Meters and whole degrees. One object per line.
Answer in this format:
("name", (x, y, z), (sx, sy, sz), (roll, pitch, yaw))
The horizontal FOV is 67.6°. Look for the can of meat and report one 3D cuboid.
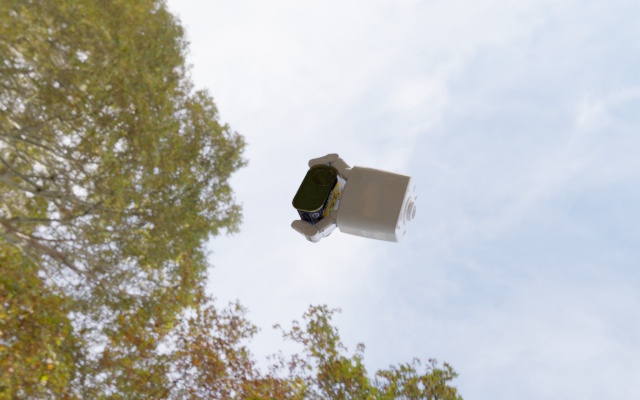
("can of meat", (0.000, 0.003, 0.841), (0.057, 0.102, 0.084), (9, -35, 24))
